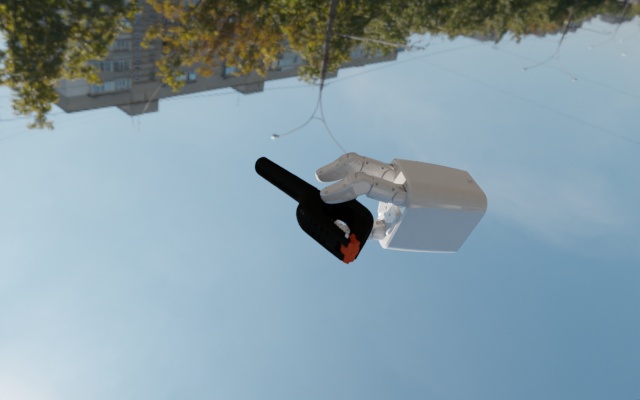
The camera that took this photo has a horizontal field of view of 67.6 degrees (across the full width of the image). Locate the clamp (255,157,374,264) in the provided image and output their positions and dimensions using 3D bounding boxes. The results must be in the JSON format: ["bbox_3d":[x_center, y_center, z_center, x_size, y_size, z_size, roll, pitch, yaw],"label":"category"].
[{"bbox_3d":[0.000,0.003,0.596,0.164,0.036,0.209,7,29,-12],"label":"clamp"}]
